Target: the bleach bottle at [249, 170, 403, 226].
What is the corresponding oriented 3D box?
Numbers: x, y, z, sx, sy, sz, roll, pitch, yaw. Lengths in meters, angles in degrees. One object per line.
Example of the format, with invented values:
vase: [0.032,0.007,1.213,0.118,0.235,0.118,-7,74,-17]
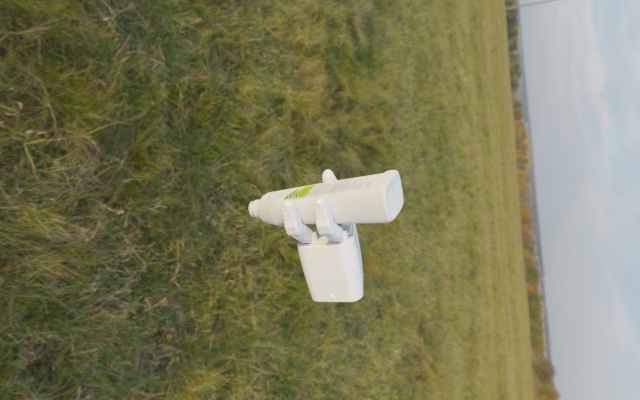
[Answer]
bleach bottle: [0.000,0.003,0.780,0.251,0.068,0.102,-5,17,25]
